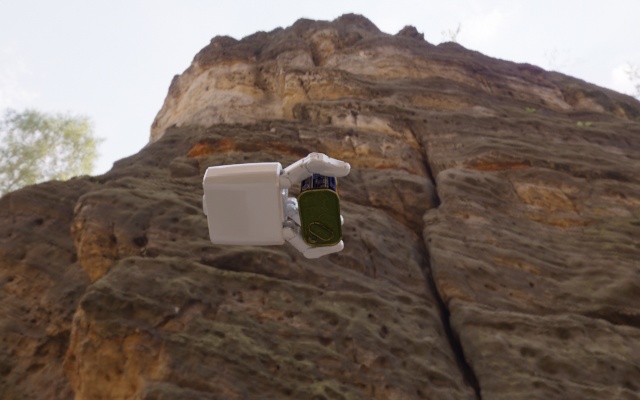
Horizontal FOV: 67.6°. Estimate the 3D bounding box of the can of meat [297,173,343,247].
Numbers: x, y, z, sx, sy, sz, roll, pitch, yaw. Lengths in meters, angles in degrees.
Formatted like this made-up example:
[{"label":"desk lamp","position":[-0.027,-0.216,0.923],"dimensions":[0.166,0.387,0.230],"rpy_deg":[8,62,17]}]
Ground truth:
[{"label":"can of meat","position":[0.000,0.002,0.694],"dimensions":[0.057,0.102,0.084],"rpy_deg":[-4,37,4]}]
